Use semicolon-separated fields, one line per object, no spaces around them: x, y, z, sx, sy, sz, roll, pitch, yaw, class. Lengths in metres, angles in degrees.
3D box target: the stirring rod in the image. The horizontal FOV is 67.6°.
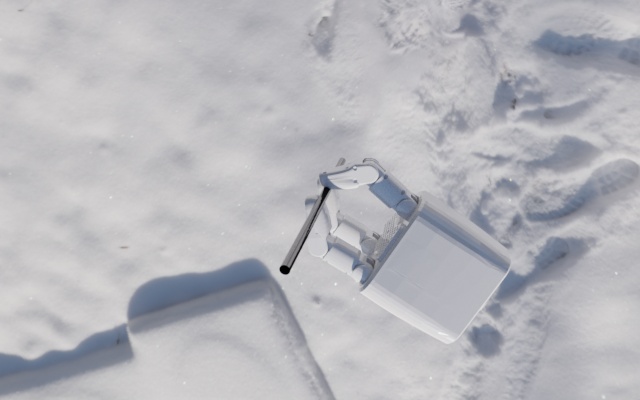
0.000;0.001;0.438;0.011;0.011;0.239;0;23;13;stirring rod
